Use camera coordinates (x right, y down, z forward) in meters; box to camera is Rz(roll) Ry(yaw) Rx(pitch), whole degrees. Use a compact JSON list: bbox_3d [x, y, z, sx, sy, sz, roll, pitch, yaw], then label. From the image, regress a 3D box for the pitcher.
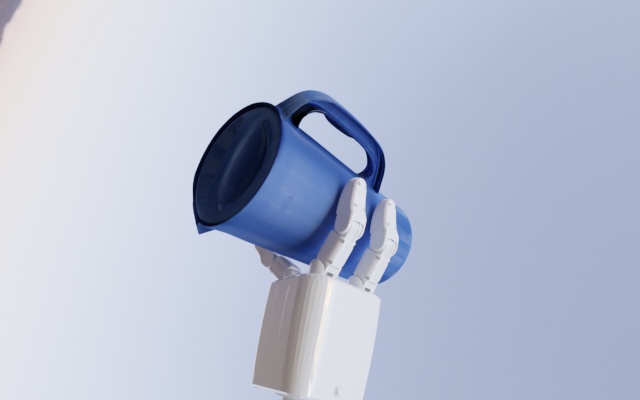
[{"bbox_3d":[0.000,0.002,0.520,0.149,0.145,0.243,-9,-30,44],"label":"pitcher"}]
